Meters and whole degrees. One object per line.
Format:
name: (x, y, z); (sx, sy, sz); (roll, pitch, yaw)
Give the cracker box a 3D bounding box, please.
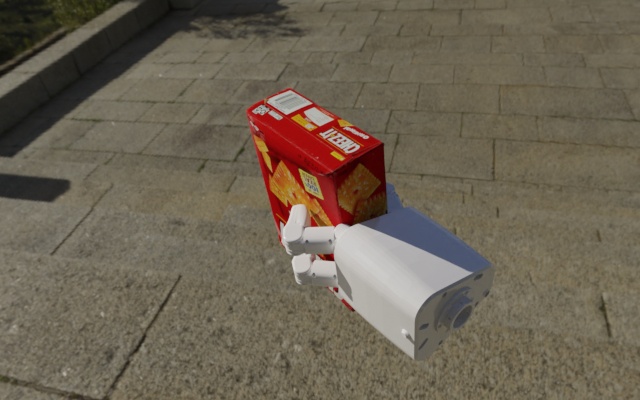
cracker box: (0.000, 0.002, 0.547); (0.072, 0.214, 0.164); (-30, 45, -23)
